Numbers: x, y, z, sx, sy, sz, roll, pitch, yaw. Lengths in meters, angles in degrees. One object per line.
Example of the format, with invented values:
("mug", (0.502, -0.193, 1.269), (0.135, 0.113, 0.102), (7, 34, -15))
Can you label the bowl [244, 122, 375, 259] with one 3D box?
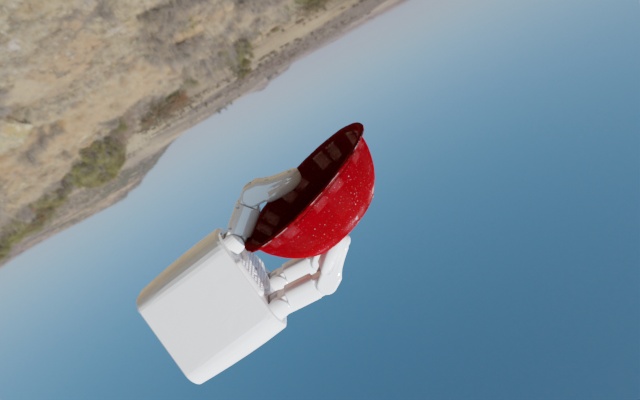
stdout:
("bowl", (0.001, 0.001, 0.460), (0.055, 0.162, 0.162), (42, -13, -14))
